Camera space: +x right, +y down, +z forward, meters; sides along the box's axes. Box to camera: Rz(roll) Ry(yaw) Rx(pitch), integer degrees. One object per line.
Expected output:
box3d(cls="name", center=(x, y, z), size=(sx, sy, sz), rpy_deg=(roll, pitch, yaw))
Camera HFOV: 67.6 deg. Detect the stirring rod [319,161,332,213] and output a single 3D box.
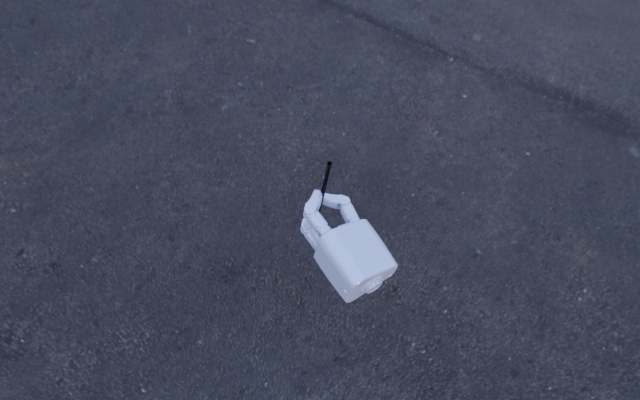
box3d(cls="stirring rod", center=(0.000, 0.003, 0.896), size=(0.011, 0.011, 0.240), rpy_deg=(0, -33, -9))
